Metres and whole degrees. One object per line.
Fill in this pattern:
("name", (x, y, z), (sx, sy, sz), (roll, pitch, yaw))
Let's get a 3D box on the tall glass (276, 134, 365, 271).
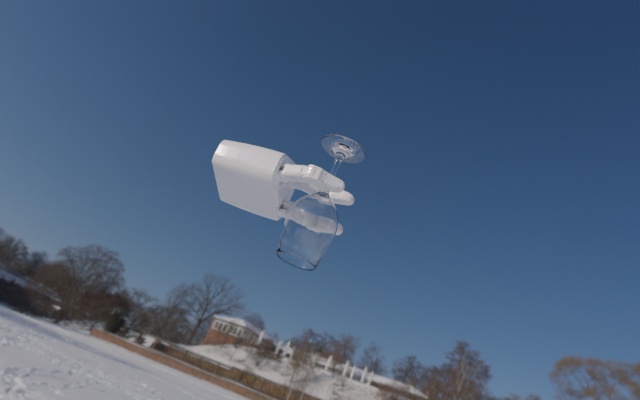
("tall glass", (0.000, 0.002, 0.720), (0.079, 0.201, 0.079), (19, -23, 8))
